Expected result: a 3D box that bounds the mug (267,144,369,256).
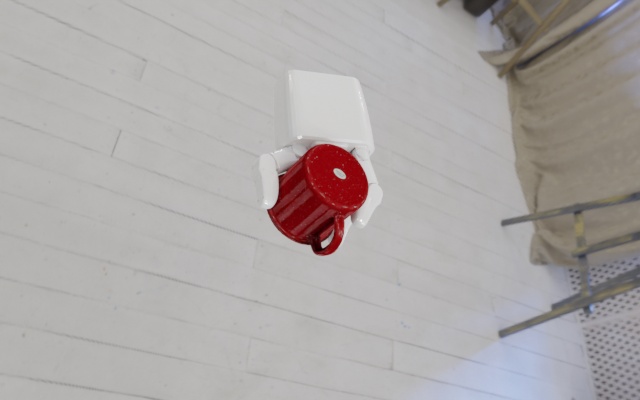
[{"bbox_3d":[0.000,0.003,0.517,0.093,0.117,0.081,9,-31,-31],"label":"mug"}]
